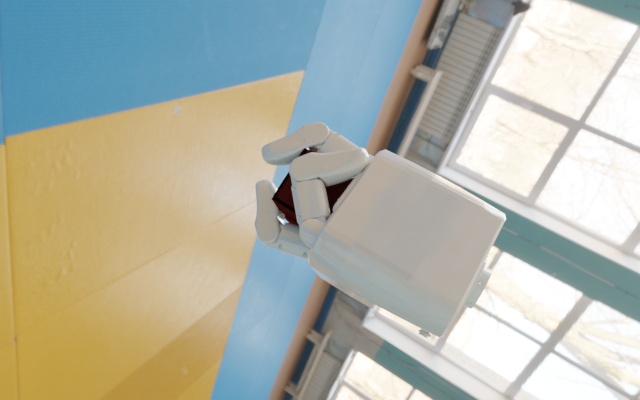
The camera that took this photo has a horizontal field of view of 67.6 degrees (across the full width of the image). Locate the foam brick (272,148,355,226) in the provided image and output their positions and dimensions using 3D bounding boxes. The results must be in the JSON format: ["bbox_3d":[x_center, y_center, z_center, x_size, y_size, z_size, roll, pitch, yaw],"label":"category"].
[{"bbox_3d":[0.000,0.001,0.410,0.051,0.053,0.078,29,-11,16],"label":"foam brick"}]
